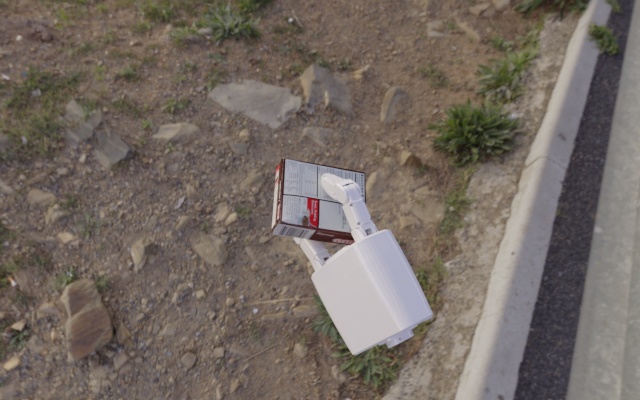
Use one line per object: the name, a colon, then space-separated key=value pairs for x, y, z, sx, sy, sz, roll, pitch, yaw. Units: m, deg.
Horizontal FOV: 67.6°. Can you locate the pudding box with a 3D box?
pudding box: x=0.000 y=0.002 z=0.585 sx=0.113 sy=0.090 sz=0.039 roll=10 pitch=-28 yaw=-18
